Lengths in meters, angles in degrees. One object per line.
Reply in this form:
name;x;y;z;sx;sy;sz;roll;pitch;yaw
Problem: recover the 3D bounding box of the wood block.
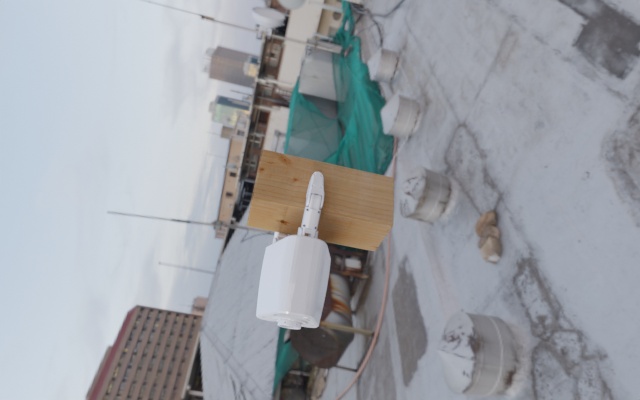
wood block;0.000;0.003;0.731;0.206;0.090;0.091;12;-33;-8
